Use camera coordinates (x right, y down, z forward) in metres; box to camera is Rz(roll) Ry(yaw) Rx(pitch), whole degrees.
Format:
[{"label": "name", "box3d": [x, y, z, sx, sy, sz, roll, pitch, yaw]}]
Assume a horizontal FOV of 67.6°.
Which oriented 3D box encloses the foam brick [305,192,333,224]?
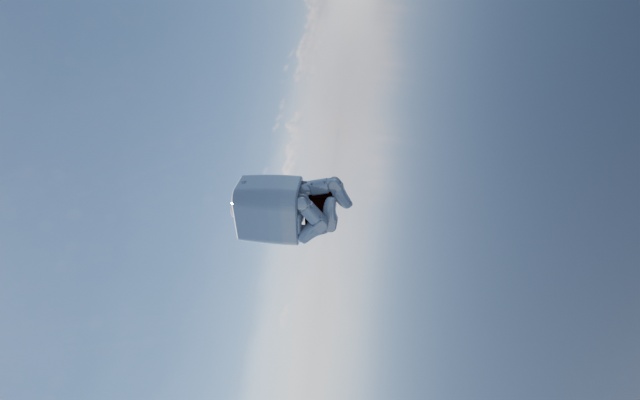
[{"label": "foam brick", "box3d": [0.000, 0.003, 0.844, 0.051, 0.053, 0.078, -1, 24, 5]}]
